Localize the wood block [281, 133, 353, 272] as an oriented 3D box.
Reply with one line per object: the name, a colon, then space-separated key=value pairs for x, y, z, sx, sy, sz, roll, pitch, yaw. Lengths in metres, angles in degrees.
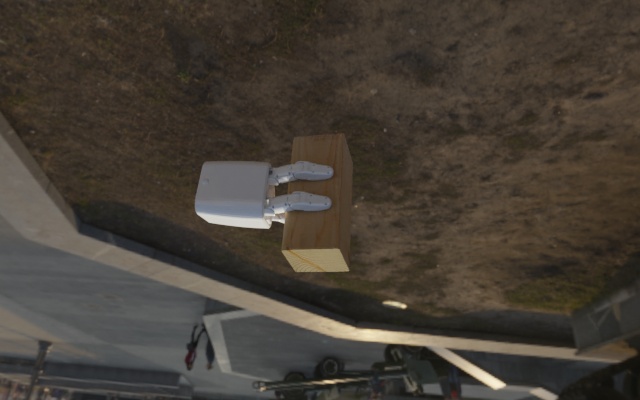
wood block: x=0.000 y=0.003 z=0.773 sx=0.090 sy=0.206 sz=0.091 roll=-3 pitch=-30 yaw=12
